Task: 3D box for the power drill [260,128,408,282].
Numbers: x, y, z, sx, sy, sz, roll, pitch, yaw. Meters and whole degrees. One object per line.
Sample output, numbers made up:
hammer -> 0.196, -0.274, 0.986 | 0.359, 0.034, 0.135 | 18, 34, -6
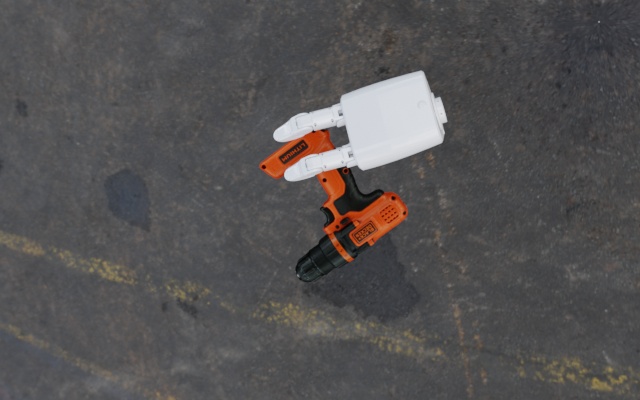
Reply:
power drill -> 0.000, 0.002, 0.669 | 0.184, 0.187, 0.057 | -37, 8, 6
